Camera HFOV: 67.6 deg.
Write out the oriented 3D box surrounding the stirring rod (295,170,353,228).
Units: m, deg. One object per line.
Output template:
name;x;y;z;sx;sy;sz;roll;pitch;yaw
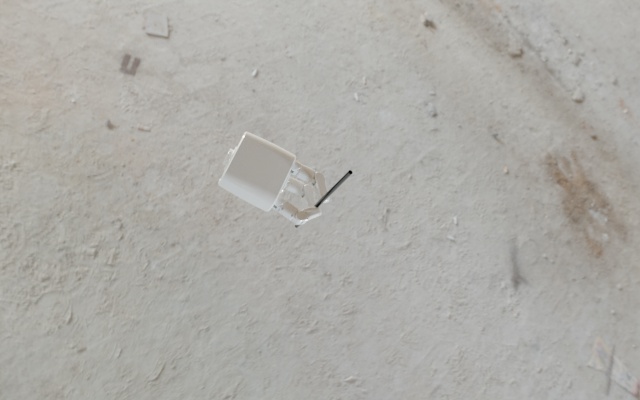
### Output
stirring rod;0.000;0.003;0.896;0.011;0.011;0.240;0;-25;-27
